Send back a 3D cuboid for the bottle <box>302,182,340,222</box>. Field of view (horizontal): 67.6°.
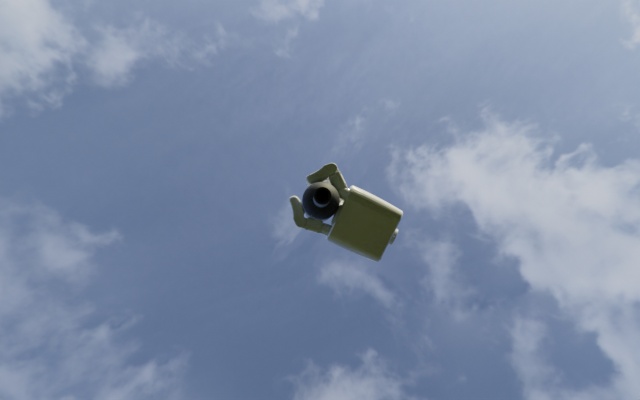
[{"bbox_3d":[0.000,0.003,0.873,0.069,0.069,0.296,0,-4,-1],"label":"bottle"}]
